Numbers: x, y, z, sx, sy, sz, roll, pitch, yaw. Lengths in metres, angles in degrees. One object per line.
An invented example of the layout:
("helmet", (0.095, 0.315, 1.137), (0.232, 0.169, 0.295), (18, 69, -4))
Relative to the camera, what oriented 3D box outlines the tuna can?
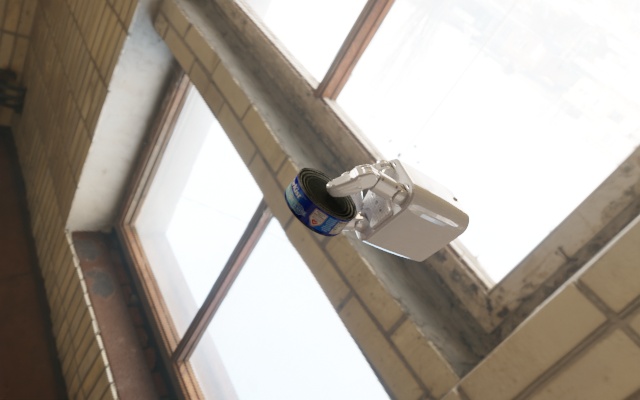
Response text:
("tuna can", (0.000, 0.002, 0.572), (0.086, 0.086, 0.034), (0, -44, -54))
